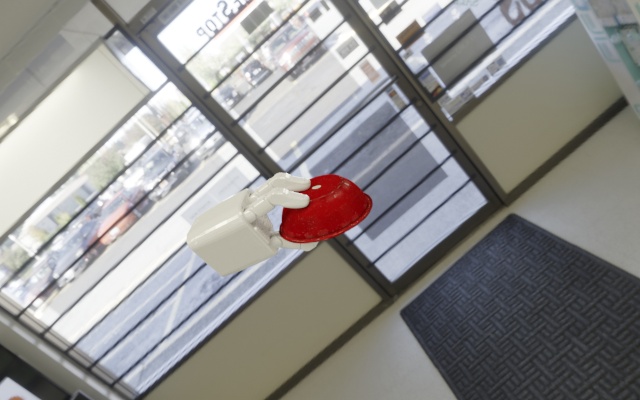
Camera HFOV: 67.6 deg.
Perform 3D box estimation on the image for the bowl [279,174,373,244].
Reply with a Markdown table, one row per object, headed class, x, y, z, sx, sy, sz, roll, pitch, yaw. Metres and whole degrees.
| class | x | y | z | sx | sy | sz | roll | pitch | yaw |
| --- | --- | --- | --- | --- | --- | --- | --- | --- | --- |
| bowl | 0.001 | 0.002 | 0.772 | 0.162 | 0.055 | 0.162 | -16 | 24 | 7 |
